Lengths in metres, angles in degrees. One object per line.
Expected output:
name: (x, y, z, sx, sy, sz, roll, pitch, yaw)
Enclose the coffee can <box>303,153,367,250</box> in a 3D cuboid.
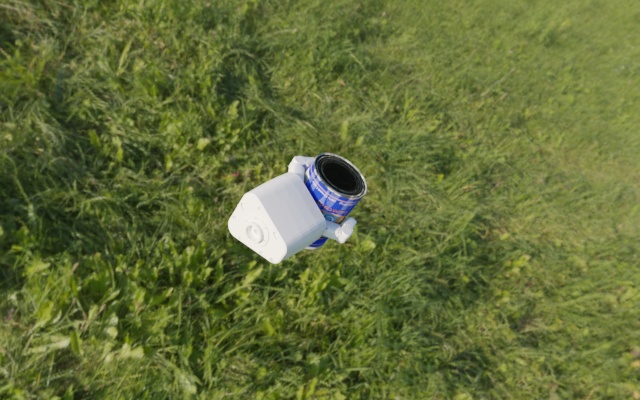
coffee can: (0.000, 0.003, 0.823, 0.103, 0.102, 0.140, 0, -40, -40)
